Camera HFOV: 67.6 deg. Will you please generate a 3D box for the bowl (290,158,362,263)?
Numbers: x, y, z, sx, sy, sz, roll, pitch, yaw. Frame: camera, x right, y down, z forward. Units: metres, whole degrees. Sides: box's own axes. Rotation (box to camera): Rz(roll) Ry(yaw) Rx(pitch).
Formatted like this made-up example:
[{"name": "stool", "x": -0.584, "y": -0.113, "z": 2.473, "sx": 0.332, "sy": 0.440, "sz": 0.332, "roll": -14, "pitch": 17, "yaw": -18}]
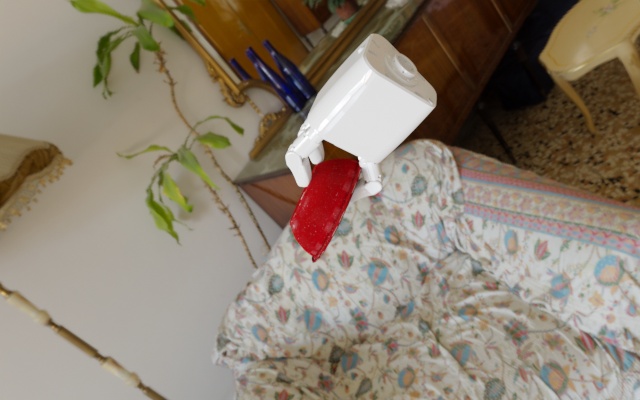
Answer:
[{"name": "bowl", "x": -0.001, "y": 0.003, "z": 0.665, "sx": 0.055, "sy": 0.162, "sz": 0.162, "roll": 24, "pitch": -2, "yaw": -4}]
